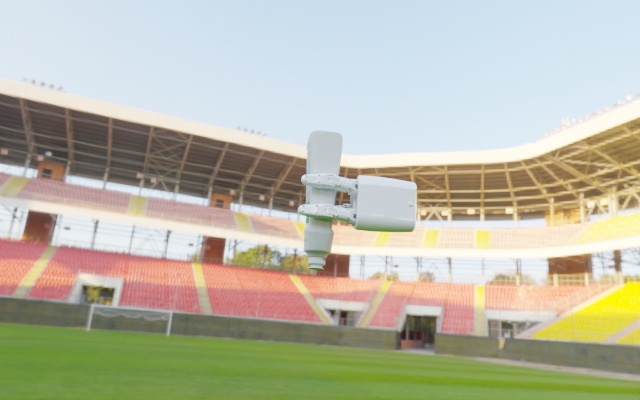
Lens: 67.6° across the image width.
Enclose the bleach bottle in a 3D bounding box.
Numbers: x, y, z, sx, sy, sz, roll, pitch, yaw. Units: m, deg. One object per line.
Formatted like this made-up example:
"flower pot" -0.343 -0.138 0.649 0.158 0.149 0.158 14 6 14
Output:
"bleach bottle" 0.000 0.003 0.886 0.068 0.250 0.102 5 -15 -4
